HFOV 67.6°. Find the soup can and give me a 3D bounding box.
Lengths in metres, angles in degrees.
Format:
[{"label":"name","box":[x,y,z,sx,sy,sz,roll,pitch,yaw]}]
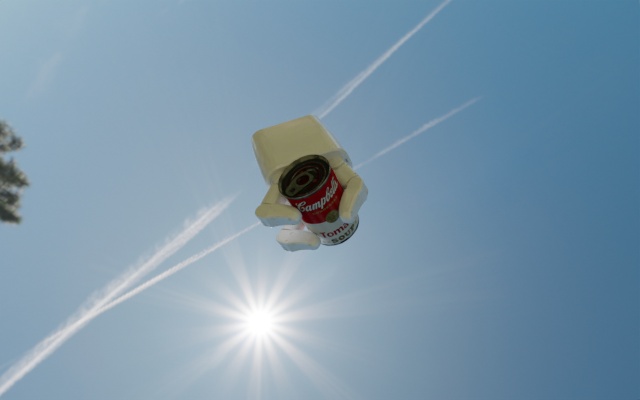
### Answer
[{"label":"soup can","box":[0.000,0.002,0.594,0.068,0.068,0.102,0,-38,31]}]
